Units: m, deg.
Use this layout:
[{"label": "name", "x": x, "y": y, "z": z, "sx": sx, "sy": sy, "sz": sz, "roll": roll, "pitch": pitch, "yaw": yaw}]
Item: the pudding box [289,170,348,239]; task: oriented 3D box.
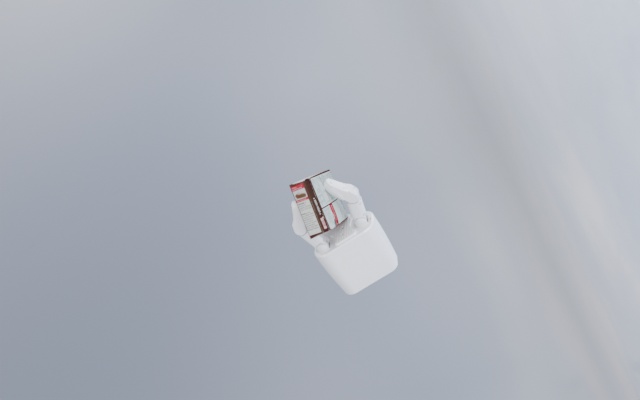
[{"label": "pudding box", "x": 0.000, "y": 0.002, "z": 0.763, "sx": 0.039, "sy": 0.090, "sz": 0.113, "roll": -22, "pitch": 3, "yaw": 19}]
